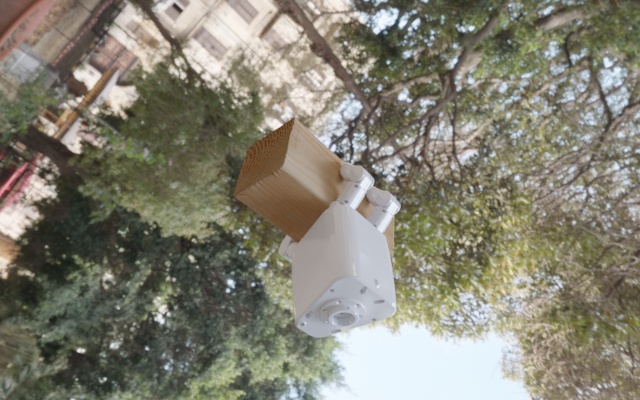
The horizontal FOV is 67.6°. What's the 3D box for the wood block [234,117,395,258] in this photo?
[{"bbox_3d":[0.000,0.003,0.627,0.091,0.090,0.206,-27,-52,34],"label":"wood block"}]
